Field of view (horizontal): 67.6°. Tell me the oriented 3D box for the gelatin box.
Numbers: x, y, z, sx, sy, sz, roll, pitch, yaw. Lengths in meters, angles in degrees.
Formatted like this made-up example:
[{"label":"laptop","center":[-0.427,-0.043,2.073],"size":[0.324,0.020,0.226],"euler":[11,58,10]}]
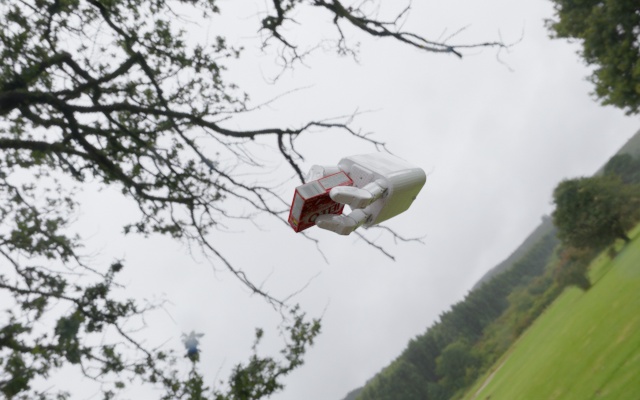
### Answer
[{"label":"gelatin box","center":[0.000,0.002,0.694],"size":[0.089,0.030,0.073],"euler":[-20,-34,-31]}]
